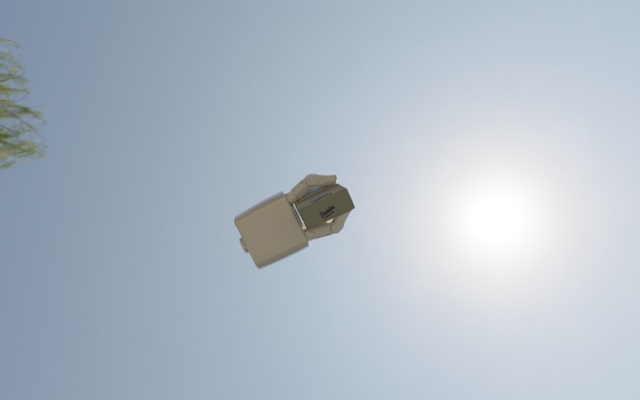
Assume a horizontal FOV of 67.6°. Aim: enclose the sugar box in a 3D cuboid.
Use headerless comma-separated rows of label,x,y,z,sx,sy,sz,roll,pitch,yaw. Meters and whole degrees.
sugar box,0.000,0.003,0.890,0.093,0.048,0.176,-24,13,-3
